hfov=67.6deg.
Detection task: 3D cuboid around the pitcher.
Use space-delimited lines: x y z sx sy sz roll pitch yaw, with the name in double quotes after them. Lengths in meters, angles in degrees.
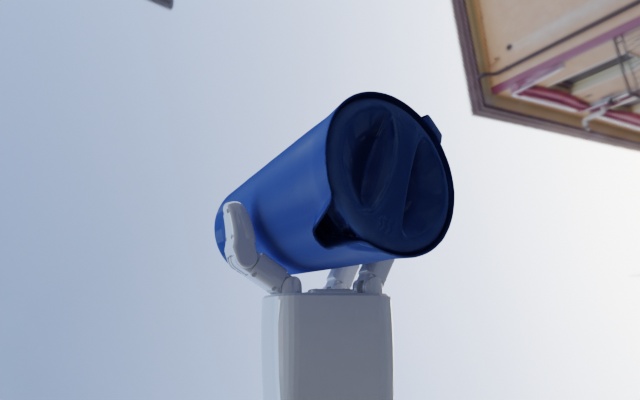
0.000 0.002 0.460 0.149 0.145 0.243 10 -20 -33 "pitcher"
